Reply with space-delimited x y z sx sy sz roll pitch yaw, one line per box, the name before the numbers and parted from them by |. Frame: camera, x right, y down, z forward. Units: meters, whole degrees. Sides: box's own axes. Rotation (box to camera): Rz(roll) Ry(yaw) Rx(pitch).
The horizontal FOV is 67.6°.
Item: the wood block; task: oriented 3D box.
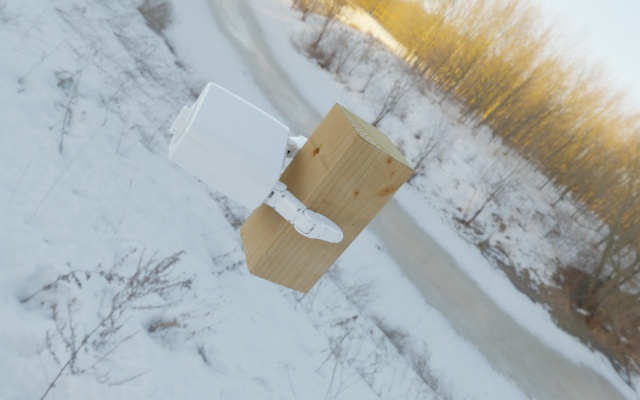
wood block | 0.000 0.002 0.574 0.090 0.206 0.090 27 23 -32
